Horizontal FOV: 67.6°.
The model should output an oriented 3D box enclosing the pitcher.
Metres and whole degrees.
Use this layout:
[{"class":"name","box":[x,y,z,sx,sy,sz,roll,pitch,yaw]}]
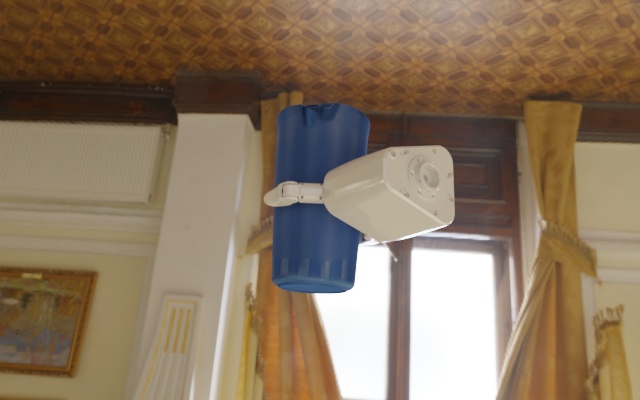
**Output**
[{"class":"pitcher","box":[0.000,0.002,0.656,0.149,0.242,0.145,15,-21,-32]}]
